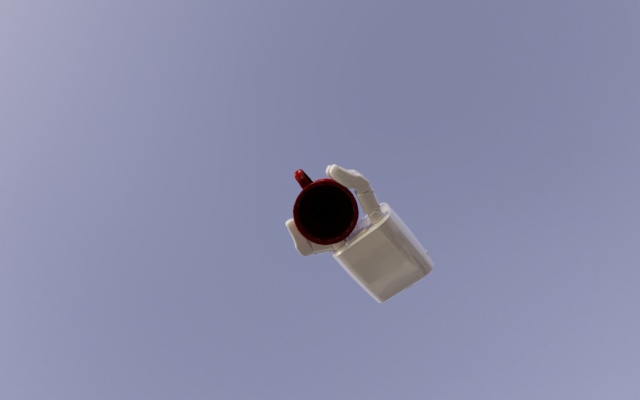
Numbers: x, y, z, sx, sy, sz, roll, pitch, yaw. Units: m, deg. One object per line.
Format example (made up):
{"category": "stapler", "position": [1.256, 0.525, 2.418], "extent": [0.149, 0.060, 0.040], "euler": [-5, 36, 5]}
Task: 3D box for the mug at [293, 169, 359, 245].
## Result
{"category": "mug", "position": [-0.001, 0.001, 0.710], "extent": [0.093, 0.117, 0.081], "euler": [-39, 7, 6]}
